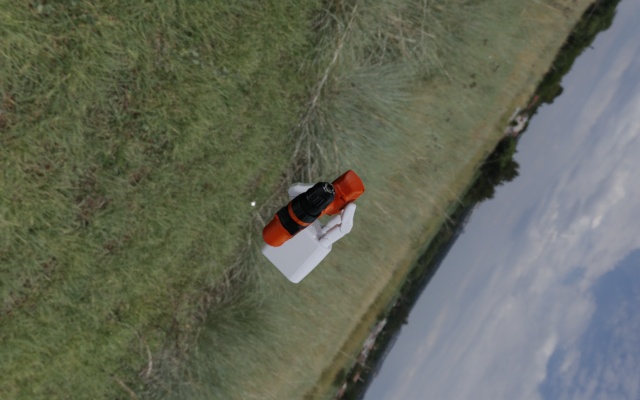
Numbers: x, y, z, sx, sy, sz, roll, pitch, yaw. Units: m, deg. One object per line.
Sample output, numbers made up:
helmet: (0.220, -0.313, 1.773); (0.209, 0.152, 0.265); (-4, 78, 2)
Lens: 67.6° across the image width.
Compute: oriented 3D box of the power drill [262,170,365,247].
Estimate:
power drill: (0.000, 0.003, 0.859); (0.184, 0.057, 0.187); (-37, -8, 40)
